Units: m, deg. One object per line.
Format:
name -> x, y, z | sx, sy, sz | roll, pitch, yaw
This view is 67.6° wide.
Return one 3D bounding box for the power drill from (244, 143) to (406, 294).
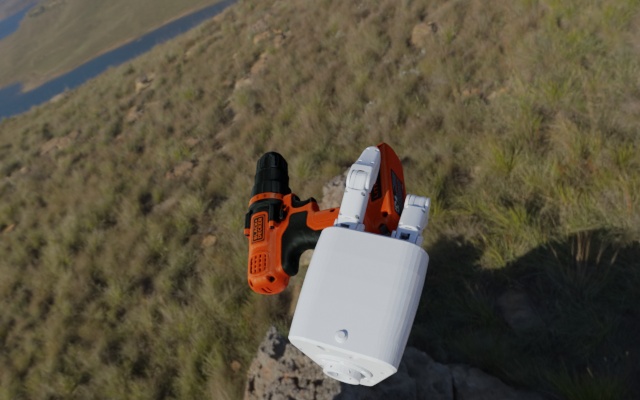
power drill -> 0.000, 0.002, 0.536 | 0.188, 0.184, 0.057 | -18, -33, 26
